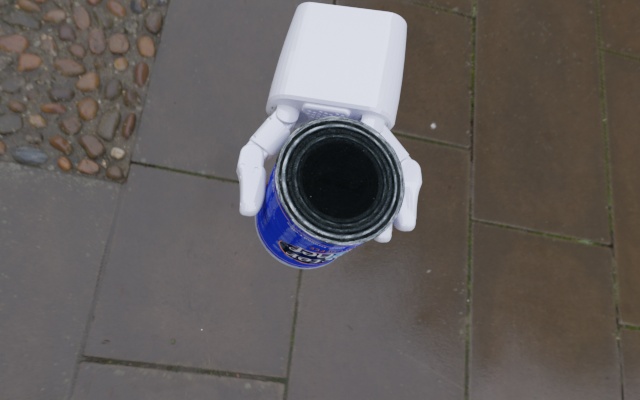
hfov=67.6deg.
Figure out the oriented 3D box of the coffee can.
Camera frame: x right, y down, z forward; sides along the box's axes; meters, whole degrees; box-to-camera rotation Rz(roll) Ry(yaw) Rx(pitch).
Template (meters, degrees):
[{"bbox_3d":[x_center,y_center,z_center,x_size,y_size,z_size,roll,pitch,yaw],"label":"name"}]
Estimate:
[{"bbox_3d":[0.000,0.002,0.424,0.103,0.102,0.140,0,-15,-14],"label":"coffee can"}]
